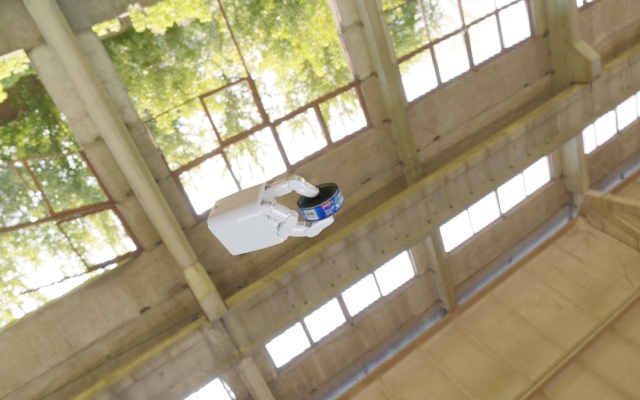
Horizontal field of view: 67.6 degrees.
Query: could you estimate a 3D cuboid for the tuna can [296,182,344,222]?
[{"bbox_3d":[0.000,0.003,0.900,0.086,0.034,0.086,-22,25,11],"label":"tuna can"}]
